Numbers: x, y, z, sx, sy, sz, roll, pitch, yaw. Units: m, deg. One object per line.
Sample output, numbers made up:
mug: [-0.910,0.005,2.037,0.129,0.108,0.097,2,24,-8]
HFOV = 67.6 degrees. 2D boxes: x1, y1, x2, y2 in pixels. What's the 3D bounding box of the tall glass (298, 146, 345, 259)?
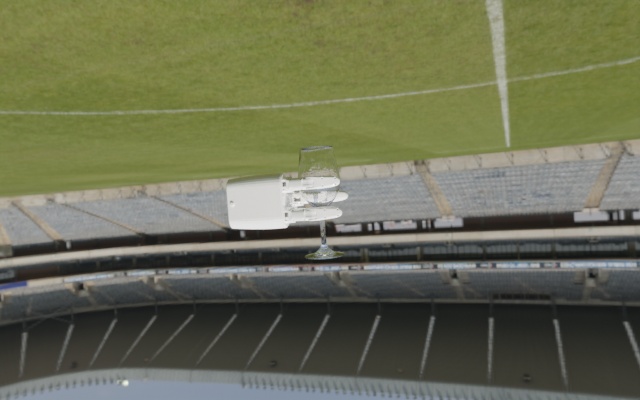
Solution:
tall glass: [0.000,0.004,0.877,0.079,0.201,0.079,-4,1,0]
